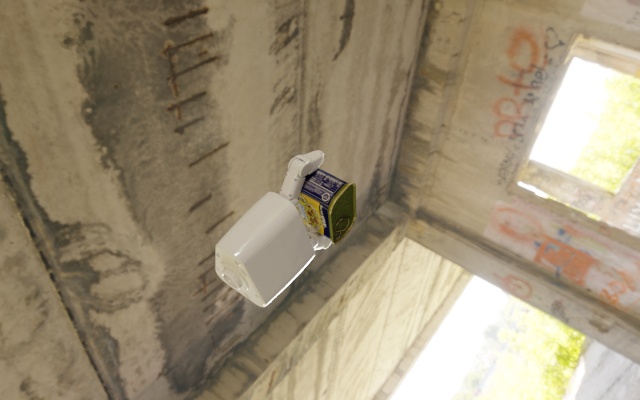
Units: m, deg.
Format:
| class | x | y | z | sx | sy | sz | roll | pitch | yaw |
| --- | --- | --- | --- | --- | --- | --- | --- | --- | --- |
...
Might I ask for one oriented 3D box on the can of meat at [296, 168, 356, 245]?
| class | x | y | z | sx | sy | sz | roll | pitch | yaw |
| --- | --- | --- | --- | --- | --- | --- | --- | --- | --- |
| can of meat | 0.000 | 0.002 | 0.672 | 0.084 | 0.057 | 0.102 | 29 | -30 | 25 |
